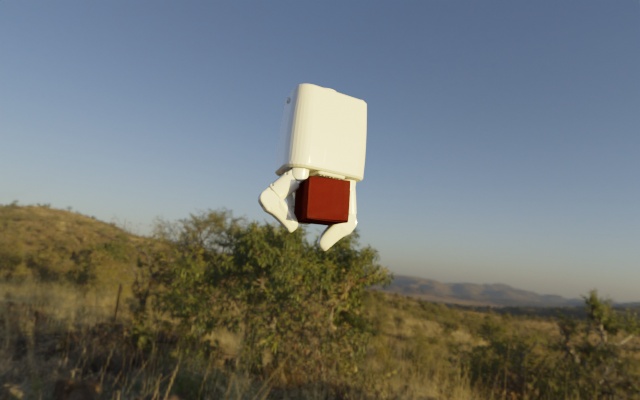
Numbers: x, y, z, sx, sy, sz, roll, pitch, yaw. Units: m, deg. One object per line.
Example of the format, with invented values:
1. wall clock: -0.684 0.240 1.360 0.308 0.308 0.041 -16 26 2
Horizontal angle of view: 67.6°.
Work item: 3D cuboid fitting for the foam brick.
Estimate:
1. foam brick: 0.000 0.002 0.592 0.053 0.051 0.078 7 -7 -15
